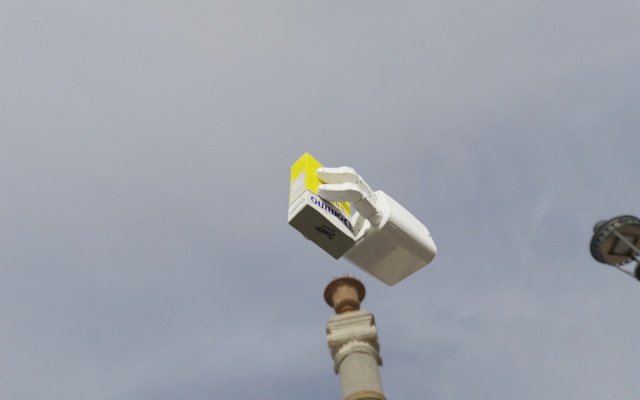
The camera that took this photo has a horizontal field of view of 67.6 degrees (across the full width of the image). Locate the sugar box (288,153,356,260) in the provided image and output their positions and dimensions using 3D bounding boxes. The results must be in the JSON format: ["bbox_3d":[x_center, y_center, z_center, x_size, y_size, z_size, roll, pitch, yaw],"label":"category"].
[{"bbox_3d":[0.001,0.002,0.703,0.093,0.048,0.176,38,18,-20],"label":"sugar box"}]
